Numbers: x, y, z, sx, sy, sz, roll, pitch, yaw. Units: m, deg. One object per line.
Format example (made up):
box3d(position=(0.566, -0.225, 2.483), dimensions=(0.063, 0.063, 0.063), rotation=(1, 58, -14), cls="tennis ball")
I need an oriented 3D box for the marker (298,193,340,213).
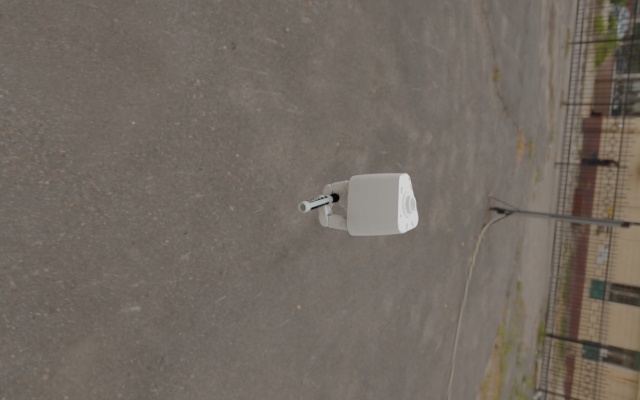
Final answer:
box3d(position=(0.000, 0.003, 0.888), dimensions=(0.020, 0.020, 0.121), rotation=(0, 9, 33), cls="marker")
